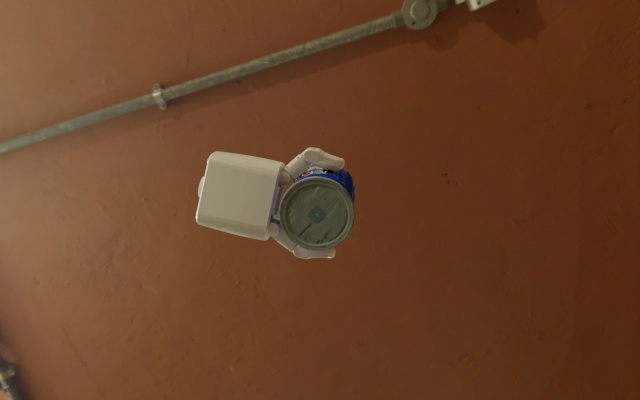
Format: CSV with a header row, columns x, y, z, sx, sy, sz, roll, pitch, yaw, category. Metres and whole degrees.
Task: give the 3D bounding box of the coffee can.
x,y,z,sx,sy,sz,roll,pitch,yaw,category
0.000,0.002,0.707,0.103,0.103,0.140,0,14,4,coffee can
